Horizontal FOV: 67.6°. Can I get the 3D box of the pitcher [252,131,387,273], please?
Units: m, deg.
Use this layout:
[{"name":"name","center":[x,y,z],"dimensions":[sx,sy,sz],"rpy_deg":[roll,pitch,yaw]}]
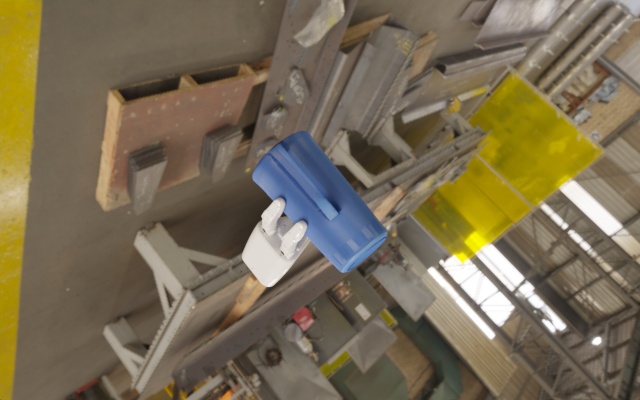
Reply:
[{"name":"pitcher","center":[0.000,0.003,0.835],"dimensions":[0.149,0.243,0.145],"rpy_deg":[-27,-19,-46]}]
